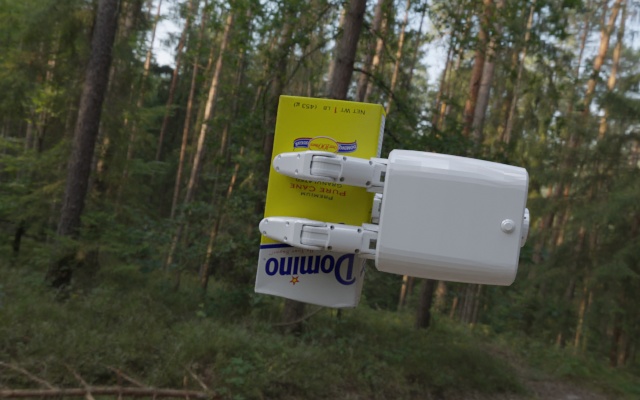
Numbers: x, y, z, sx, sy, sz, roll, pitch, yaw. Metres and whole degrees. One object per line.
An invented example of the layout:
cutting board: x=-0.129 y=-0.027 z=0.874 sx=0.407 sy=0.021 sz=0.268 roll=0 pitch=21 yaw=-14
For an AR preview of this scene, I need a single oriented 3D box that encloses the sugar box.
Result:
sugar box: x=0.000 y=0.001 z=0.424 sx=0.093 sy=0.176 sz=0.048 roll=7 pitch=0 yaw=12
